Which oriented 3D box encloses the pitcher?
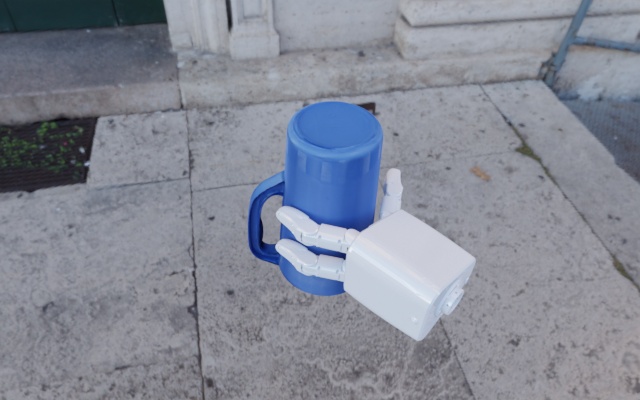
[{"bbox_3d":[0.000,0.002,0.608,0.145,0.243,0.149,34,52,27],"label":"pitcher"}]
